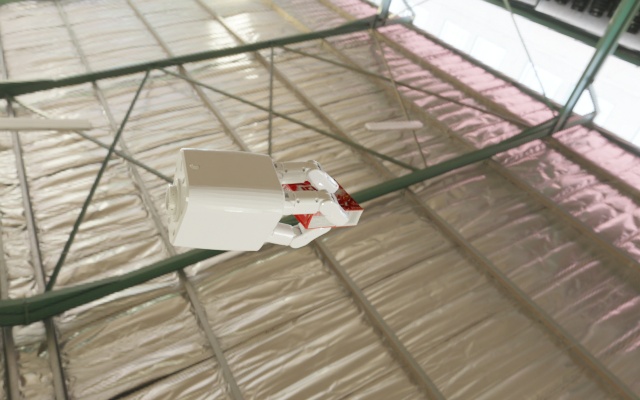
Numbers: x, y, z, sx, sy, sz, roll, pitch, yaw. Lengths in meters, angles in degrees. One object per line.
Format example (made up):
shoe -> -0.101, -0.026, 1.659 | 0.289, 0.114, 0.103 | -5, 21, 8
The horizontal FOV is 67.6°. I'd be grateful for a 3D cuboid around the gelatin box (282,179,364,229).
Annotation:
gelatin box -> 0.000, 0.002, 0.624 | 0.089, 0.030, 0.073 | -2, 37, -39
